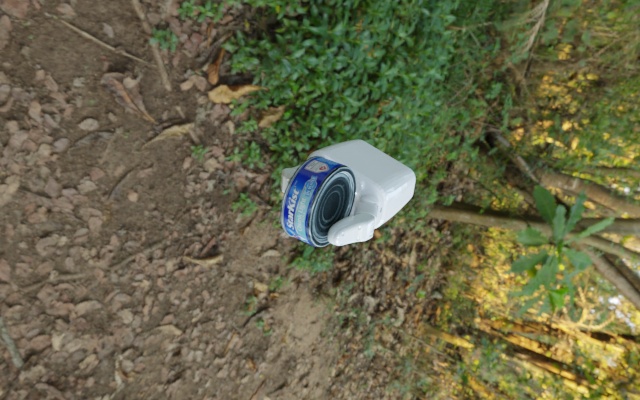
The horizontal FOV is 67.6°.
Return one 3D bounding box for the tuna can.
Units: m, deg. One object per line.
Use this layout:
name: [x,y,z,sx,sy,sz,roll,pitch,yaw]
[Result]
tuna can: [0.001,0.002,0.470,0.033,0.086,0.086,22,10,28]
